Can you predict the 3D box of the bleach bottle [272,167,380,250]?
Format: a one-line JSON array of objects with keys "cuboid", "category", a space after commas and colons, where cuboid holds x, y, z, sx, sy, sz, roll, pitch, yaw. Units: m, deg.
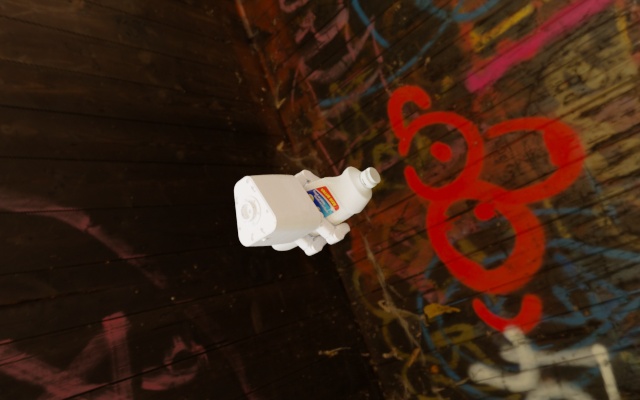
[{"cuboid": [0.000, 0.003, 0.862, 0.251, 0.102, 0.068, -31, -19, 36], "category": "bleach bottle"}]
